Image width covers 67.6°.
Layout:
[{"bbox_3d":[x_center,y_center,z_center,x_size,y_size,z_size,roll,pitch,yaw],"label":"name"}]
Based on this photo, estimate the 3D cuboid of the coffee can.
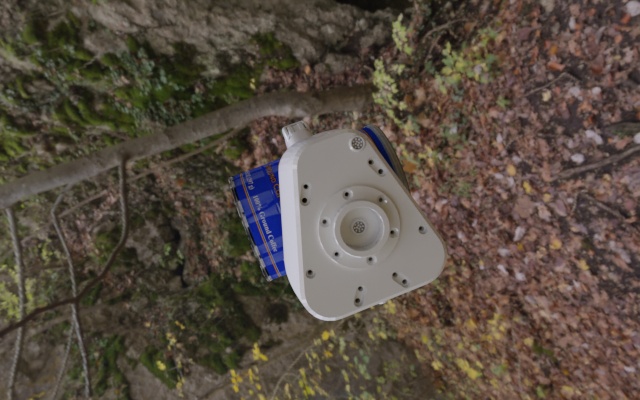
[{"bbox_3d":[0.000,0.001,0.441,0.140,0.103,0.103,-21,2,-5],"label":"coffee can"}]
